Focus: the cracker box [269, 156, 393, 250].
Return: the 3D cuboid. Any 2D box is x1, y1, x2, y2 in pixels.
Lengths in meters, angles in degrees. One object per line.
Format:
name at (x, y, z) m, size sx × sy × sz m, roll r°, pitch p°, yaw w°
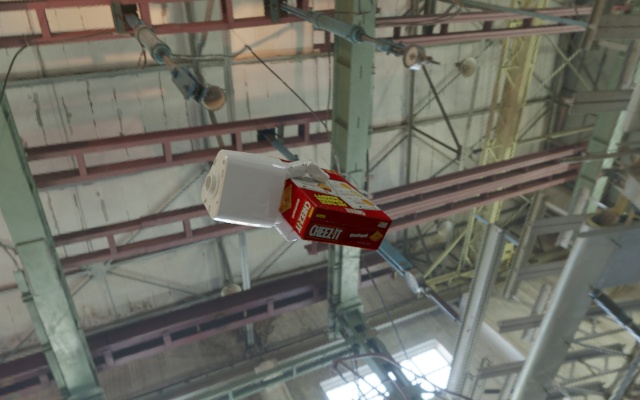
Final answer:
cracker box at (0.000, 0.003, 0.864) m, size 0.164 × 0.072 × 0.213 m, roll 11°, pitch 21°, yaw -33°
